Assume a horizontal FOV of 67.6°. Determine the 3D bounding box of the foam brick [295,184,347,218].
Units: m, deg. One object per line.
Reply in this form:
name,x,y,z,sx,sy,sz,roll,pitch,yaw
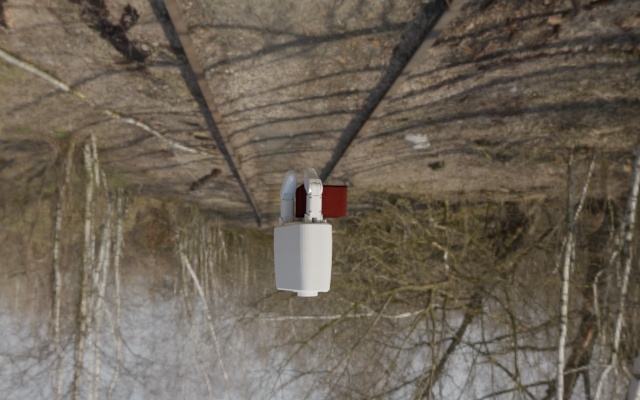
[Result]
foam brick,0.000,0.003,0.805,0.078,0.051,0.053,1,-8,-16
